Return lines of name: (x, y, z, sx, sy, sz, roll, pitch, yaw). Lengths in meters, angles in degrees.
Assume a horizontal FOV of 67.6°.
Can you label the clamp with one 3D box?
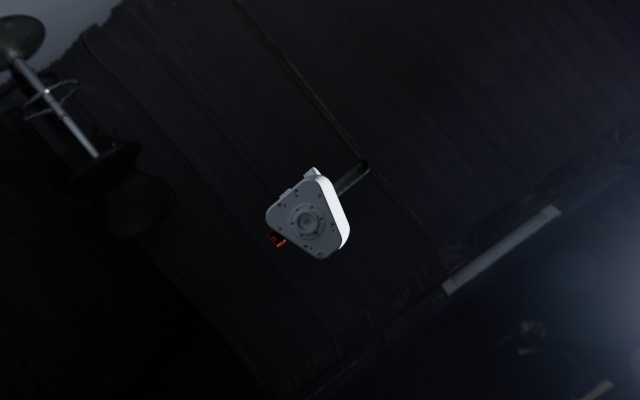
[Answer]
clamp: (0.000, 0.004, 0.824, 0.210, 0.036, 0.164, -40, -2, 8)
